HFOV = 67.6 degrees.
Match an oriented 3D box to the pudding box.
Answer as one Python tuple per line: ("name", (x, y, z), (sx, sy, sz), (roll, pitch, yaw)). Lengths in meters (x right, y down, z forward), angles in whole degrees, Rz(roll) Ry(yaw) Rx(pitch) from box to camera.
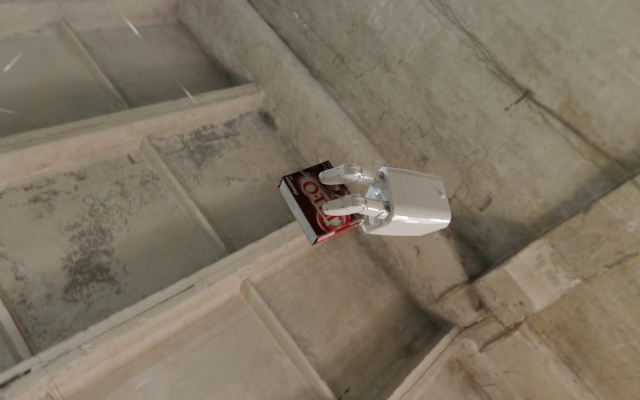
("pudding box", (0.000, 0.002, 0.735), (0.090, 0.113, 0.039), (-22, -21, -31))
